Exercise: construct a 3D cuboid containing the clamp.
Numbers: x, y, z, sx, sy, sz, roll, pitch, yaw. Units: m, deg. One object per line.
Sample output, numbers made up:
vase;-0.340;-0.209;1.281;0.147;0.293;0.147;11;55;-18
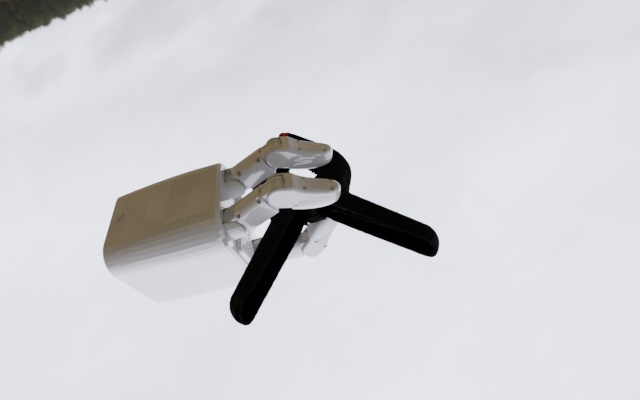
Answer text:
clamp;0.000;0.002;0.422;0.164;0.036;0.209;-15;41;3
